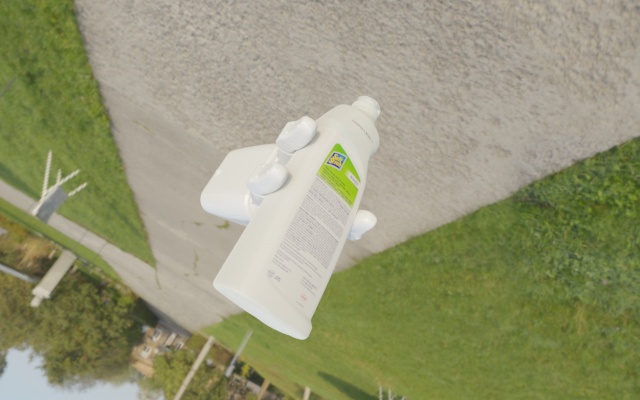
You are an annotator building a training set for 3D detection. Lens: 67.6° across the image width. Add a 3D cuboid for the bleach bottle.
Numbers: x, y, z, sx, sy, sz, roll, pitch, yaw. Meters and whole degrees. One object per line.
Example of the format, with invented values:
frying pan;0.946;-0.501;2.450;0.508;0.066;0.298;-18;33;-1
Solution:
bleach bottle;0.000;0.002;0.480;0.068;0.250;0.103;4;-33;47
